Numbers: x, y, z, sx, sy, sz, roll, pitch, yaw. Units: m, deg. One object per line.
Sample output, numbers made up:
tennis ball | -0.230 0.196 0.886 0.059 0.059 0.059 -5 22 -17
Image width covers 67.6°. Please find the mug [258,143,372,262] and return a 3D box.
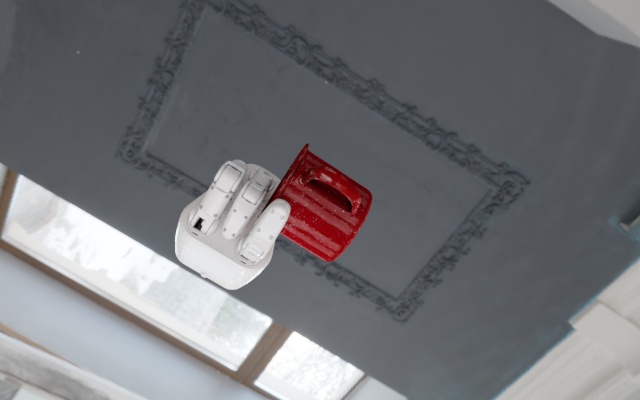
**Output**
mug | 0.001 0.001 0.449 0.081 0.093 0.117 33 -28 -7
